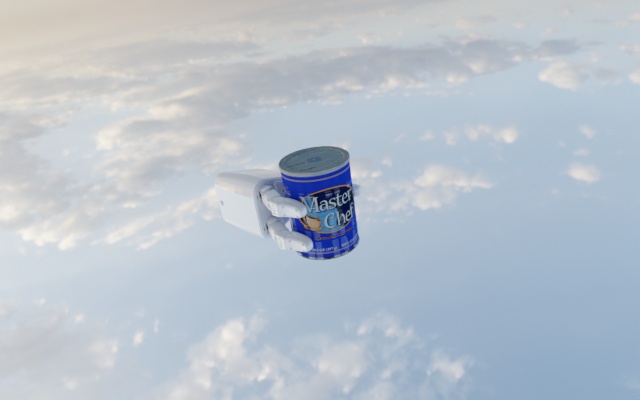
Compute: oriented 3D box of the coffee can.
[{"bbox_3d":[0.000,0.002,0.710,0.103,0.140,0.102,-7,25,3],"label":"coffee can"}]
